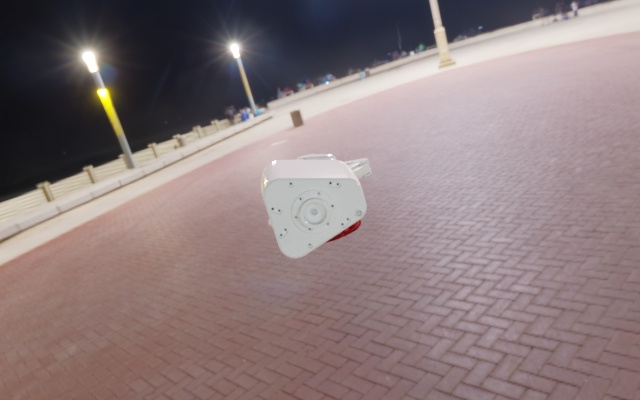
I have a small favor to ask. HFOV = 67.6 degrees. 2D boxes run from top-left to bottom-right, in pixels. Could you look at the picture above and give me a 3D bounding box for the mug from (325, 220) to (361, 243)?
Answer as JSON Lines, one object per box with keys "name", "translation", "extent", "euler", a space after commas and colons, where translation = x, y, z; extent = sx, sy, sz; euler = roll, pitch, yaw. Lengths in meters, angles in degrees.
{"name": "mug", "translation": [0.000, 0.002, 0.672], "extent": [0.093, 0.081, 0.117], "euler": [-17, 14, -3]}
